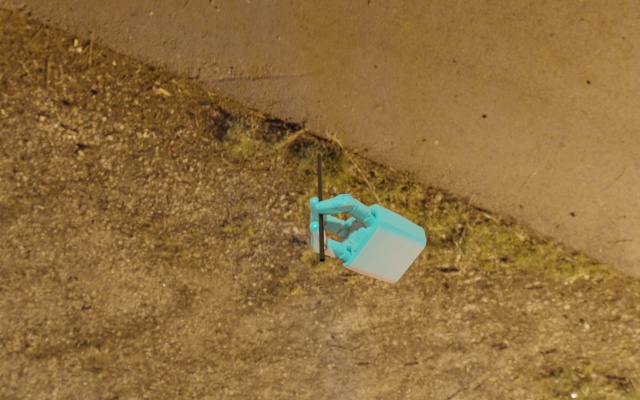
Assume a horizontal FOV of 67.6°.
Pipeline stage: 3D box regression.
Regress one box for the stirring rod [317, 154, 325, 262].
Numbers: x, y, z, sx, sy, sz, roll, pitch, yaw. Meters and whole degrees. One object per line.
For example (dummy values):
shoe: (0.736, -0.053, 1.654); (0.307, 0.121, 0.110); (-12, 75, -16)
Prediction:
stirring rod: (0.000, 0.002, 0.781); (0.011, 0.011, 0.239); (-1, 45, -1)
